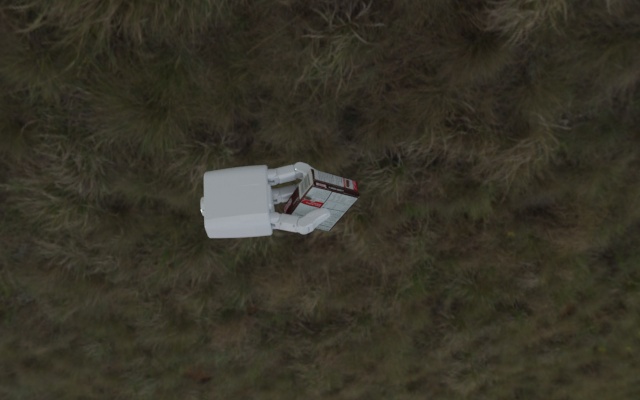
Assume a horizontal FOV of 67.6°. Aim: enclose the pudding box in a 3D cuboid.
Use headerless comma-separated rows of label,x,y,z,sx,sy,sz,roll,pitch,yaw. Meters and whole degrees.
pudding box,0.000,0.003,0.809,0.090,0.039,0.113,13,-39,-24
